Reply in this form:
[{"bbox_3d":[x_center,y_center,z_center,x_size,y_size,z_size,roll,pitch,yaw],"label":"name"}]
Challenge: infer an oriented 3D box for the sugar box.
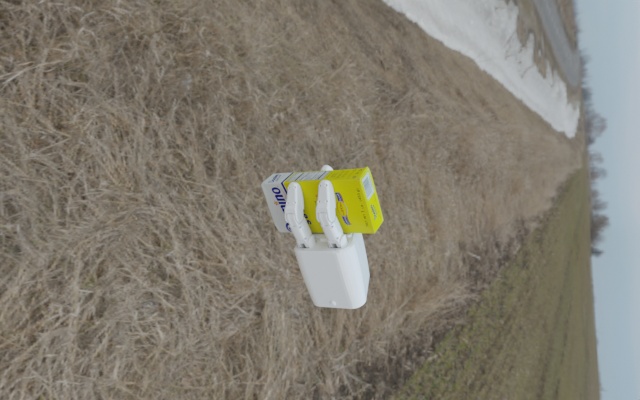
[{"bbox_3d":[0.000,0.003,0.733,0.176,0.093,0.048,-4,26,30],"label":"sugar box"}]
